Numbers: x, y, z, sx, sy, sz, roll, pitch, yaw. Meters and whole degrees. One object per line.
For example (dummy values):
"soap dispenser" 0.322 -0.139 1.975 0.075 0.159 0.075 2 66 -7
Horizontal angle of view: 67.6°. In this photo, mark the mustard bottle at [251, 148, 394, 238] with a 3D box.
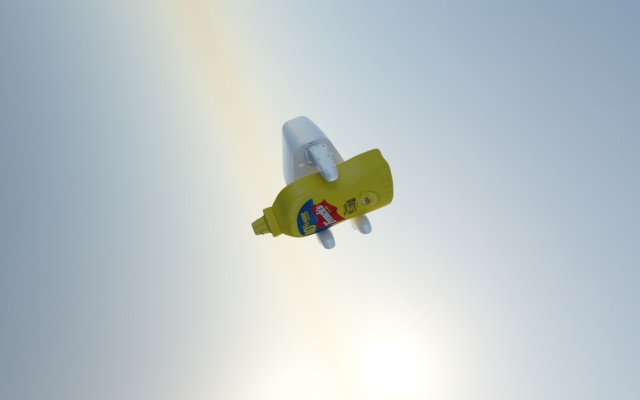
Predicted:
"mustard bottle" 0.000 0.002 0.634 0.191 0.058 0.096 -22 -34 -6
